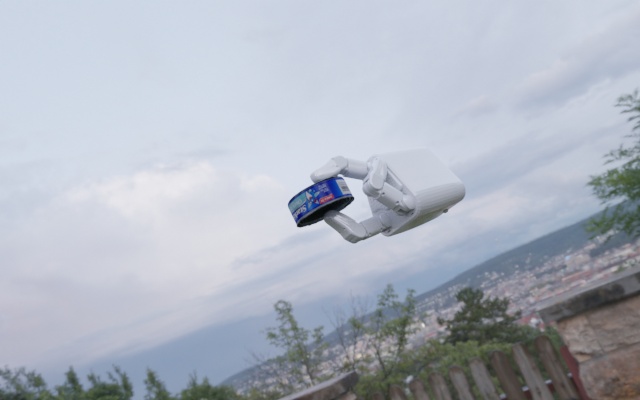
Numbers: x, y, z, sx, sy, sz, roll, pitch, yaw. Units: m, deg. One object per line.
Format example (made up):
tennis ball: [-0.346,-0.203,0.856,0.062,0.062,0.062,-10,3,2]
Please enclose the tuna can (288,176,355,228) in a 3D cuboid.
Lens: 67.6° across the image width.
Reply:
tuna can: [0.000,0.002,0.638,0.086,0.033,0.086,-25,-12,-6]
